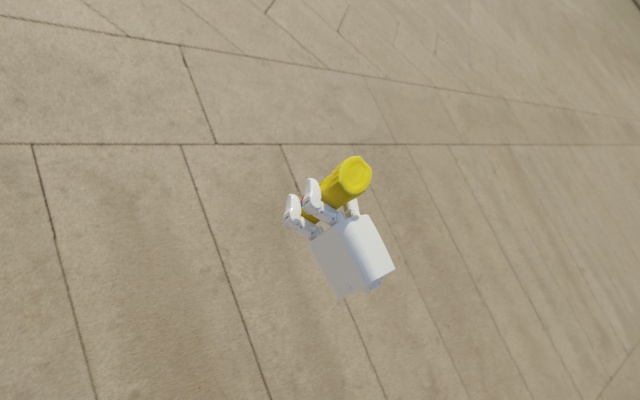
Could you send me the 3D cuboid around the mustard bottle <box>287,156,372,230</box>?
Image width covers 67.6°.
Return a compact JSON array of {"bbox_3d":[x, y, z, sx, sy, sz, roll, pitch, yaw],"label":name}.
[{"bbox_3d":[0.000,0.002,0.811,0.192,0.058,0.096,-37,10,41],"label":"mustard bottle"}]
